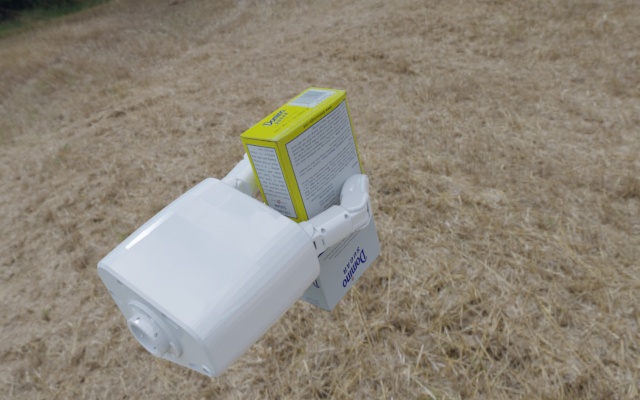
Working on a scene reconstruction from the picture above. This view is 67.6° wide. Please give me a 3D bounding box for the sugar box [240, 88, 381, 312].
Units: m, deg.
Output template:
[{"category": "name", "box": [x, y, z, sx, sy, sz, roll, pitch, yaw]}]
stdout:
[{"category": "sugar box", "box": [0.000, 0.001, 0.420, 0.048, 0.176, 0.093, 15, 43, 36]}]
